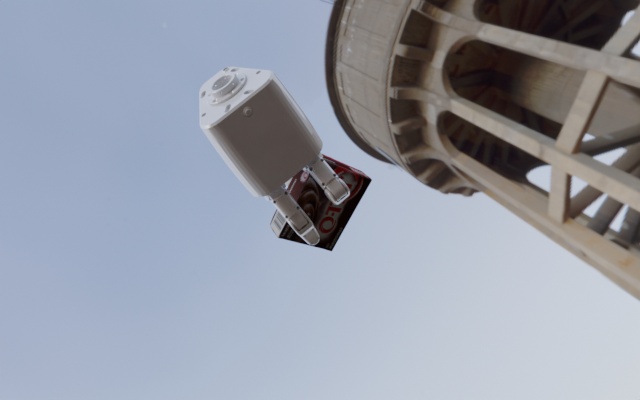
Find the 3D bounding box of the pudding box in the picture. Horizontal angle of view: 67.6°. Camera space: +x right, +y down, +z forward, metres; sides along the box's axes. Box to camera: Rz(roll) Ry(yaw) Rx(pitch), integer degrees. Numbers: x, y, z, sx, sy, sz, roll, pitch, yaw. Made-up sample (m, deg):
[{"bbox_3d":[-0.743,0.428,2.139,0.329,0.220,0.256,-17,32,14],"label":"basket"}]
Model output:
[{"bbox_3d":[0.000,0.002,0.602,0.090,0.113,0.039,19,18,-37],"label":"pudding box"}]
